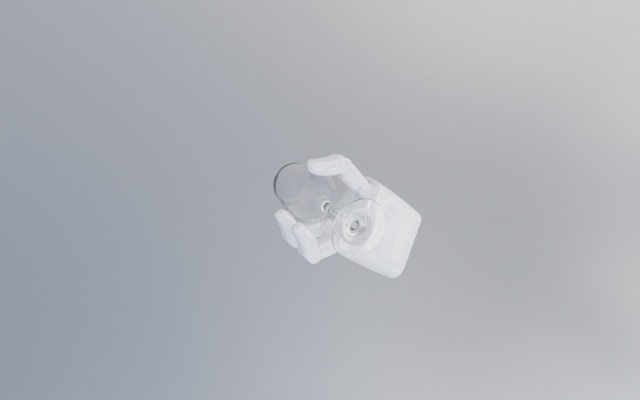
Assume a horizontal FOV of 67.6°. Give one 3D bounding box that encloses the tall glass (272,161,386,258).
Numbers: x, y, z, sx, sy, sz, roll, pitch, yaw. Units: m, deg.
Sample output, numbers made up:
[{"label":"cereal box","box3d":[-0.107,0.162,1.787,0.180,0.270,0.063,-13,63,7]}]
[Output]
[{"label":"tall glass","box3d":[0.000,0.002,0.634,0.079,0.079,0.201,0,18,-29]}]
